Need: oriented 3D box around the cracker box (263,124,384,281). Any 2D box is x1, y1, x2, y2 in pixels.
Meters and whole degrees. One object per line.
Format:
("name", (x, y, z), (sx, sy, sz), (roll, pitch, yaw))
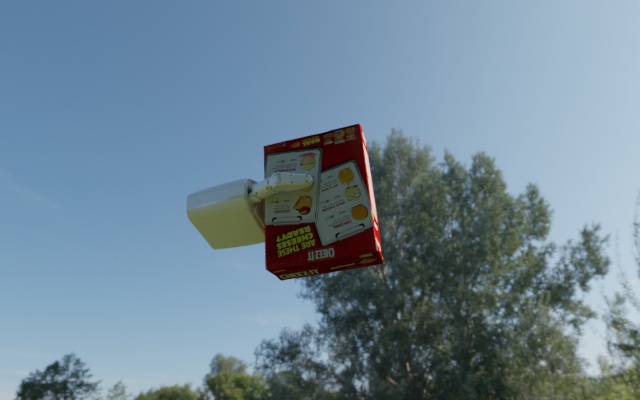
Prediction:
("cracker box", (0.000, 0.002, 0.733), (0.164, 0.213, 0.072), (-11, -27, 13))
